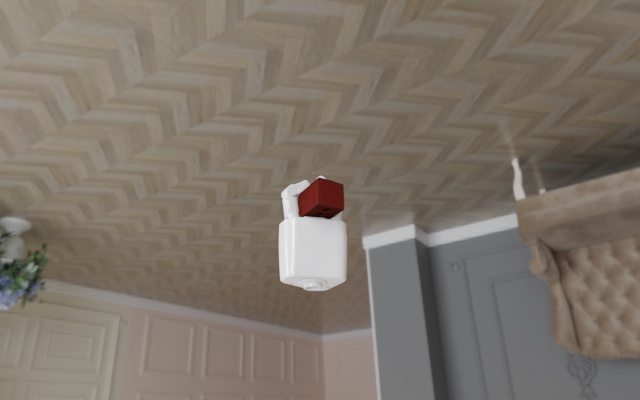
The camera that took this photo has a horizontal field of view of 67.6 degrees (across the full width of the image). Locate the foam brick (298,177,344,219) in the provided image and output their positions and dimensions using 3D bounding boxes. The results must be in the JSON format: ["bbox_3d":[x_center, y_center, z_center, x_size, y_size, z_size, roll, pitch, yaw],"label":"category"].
[{"bbox_3d":[0.000,0.003,0.838,0.053,0.051,0.078,13,-29,-26],"label":"foam brick"}]
